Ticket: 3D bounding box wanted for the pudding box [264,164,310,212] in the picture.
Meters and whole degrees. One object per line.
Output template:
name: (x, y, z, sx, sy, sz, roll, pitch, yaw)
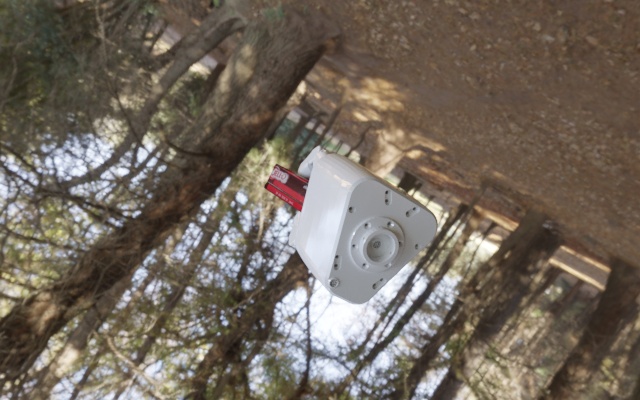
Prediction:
pudding box: (0.000, 0.002, 0.578, 0.090, 0.039, 0.113, 33, 4, 42)
